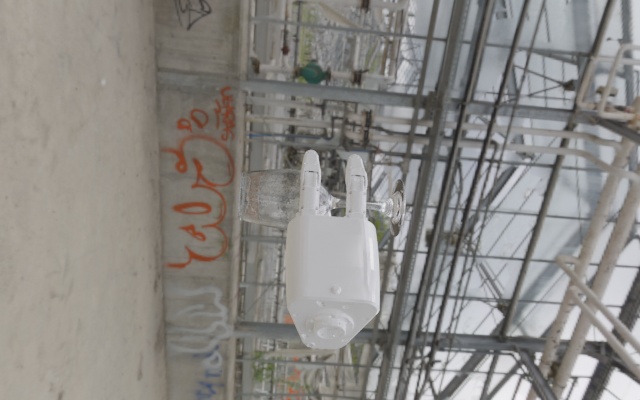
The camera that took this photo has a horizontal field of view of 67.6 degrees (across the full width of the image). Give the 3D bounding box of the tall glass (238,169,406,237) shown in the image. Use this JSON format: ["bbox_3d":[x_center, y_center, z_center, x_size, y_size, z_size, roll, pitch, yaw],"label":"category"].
[{"bbox_3d":[0.001,0.002,0.603,0.201,0.079,0.079,5,0,-5],"label":"tall glass"}]
